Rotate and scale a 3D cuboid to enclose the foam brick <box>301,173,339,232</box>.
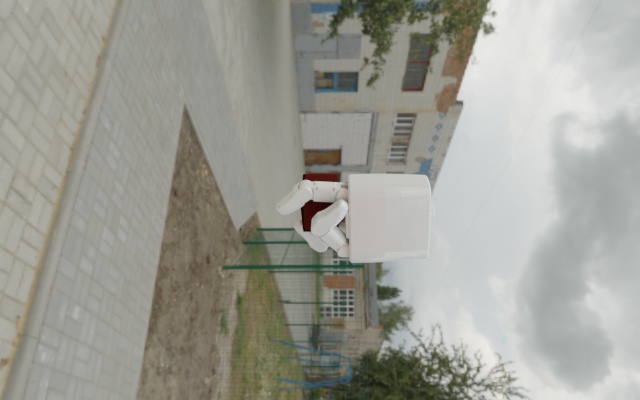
[{"bbox_3d":[0.000,0.002,0.683,0.051,0.053,0.078,-2,34,3],"label":"foam brick"}]
